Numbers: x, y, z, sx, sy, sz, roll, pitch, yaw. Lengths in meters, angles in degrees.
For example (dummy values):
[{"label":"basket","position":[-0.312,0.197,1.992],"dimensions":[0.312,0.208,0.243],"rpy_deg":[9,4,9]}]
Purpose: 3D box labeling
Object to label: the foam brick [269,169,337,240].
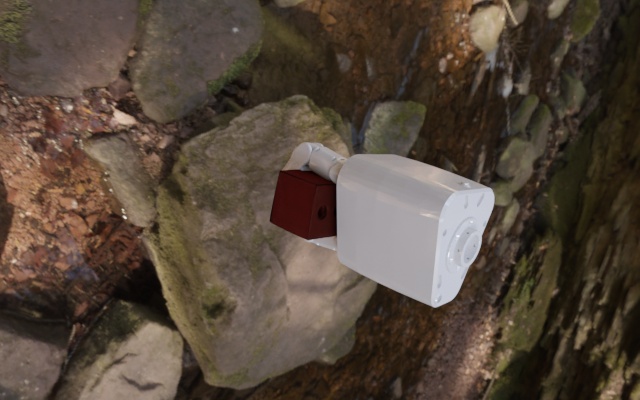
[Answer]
[{"label":"foam brick","position":[0.000,0.002,0.457],"dimensions":[0.051,0.053,0.078],"rpy_deg":[24,20,39]}]
